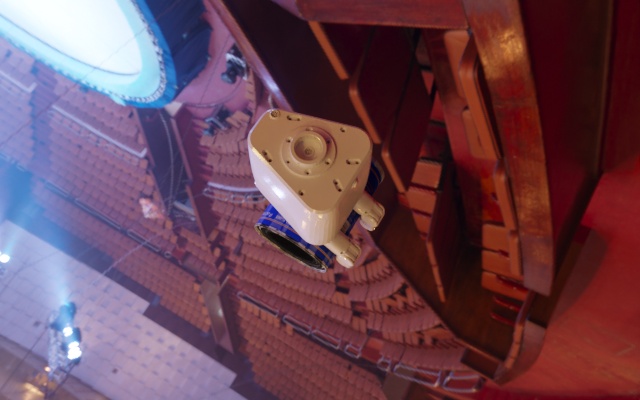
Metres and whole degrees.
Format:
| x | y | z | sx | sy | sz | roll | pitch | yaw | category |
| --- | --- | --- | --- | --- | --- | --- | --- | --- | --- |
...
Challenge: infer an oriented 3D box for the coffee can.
| x | y | z | sx | sy | sz | roll | pitch | yaw | category |
| --- | --- | --- | --- | --- | --- | --- | --- | --- | --- |
| 0.000 | 0.002 | 0.585 | 0.103 | 0.140 | 0.103 | 30 | -16 | 10 | coffee can |
